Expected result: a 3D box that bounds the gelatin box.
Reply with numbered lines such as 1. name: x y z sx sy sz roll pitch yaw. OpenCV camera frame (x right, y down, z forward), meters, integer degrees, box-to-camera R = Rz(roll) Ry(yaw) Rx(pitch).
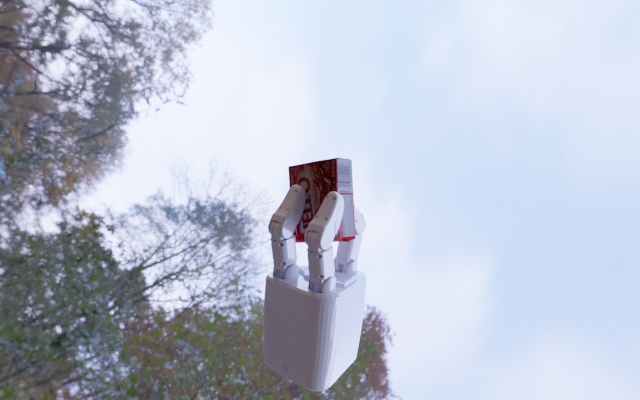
1. gelatin box: 0.000 0.001 0.525 0.073 0.089 0.030 -6 -5 42
